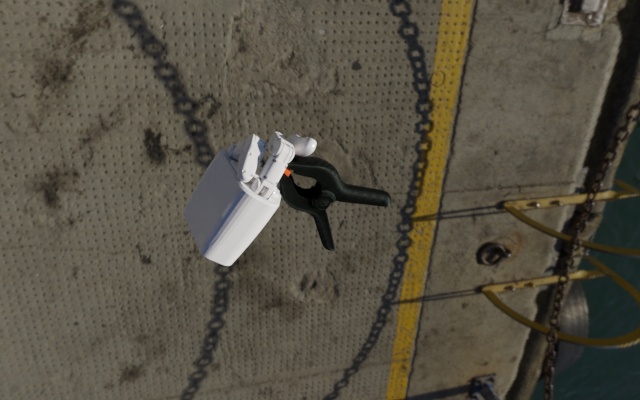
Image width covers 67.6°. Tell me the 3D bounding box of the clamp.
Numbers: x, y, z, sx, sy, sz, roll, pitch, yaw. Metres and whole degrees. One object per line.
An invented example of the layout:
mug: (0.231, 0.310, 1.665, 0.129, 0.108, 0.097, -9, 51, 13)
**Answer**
clamp: (0.000, 0.002, 0.641, 0.171, 0.120, 0.039, 29, 19, -26)
